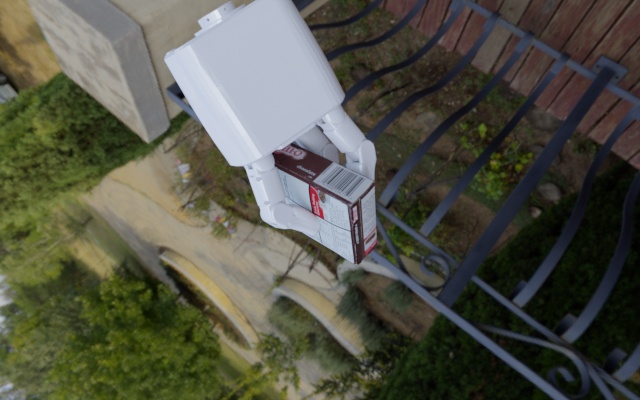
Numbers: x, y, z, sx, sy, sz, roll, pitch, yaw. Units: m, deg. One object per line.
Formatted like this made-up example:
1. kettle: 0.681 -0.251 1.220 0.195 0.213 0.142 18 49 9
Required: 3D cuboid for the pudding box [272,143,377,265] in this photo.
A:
1. pudding box: 0.000 0.002 0.467 0.113 0.090 0.039 30 58 32
